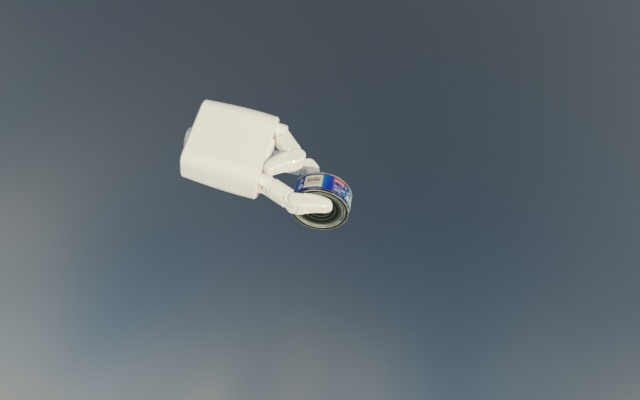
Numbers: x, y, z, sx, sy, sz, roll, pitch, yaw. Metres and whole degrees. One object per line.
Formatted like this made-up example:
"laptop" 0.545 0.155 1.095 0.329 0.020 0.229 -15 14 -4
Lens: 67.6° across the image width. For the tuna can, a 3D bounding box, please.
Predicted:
"tuna can" 0.000 0.003 0.667 0.086 0.033 0.086 6 -42 5
